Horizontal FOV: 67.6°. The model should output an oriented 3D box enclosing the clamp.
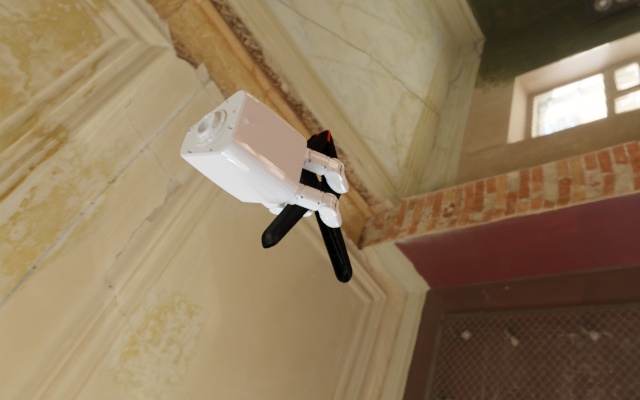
[{"bbox_3d":[-0.001,0.002,0.652,0.036,0.209,0.165,-15,-39,36],"label":"clamp"}]
